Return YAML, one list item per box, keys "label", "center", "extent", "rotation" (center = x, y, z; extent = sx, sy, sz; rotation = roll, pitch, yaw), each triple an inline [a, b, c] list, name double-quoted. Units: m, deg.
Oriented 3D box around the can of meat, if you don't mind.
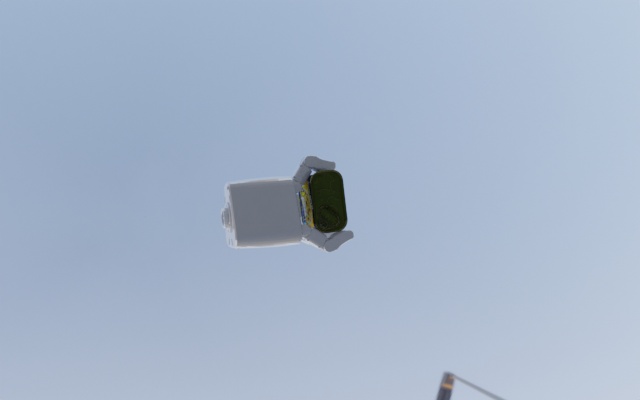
- label: "can of meat"
  center: [0.000, 0.003, 0.811]
  extent: [0.057, 0.102, 0.084]
  rotation: [-7, 1, -21]
